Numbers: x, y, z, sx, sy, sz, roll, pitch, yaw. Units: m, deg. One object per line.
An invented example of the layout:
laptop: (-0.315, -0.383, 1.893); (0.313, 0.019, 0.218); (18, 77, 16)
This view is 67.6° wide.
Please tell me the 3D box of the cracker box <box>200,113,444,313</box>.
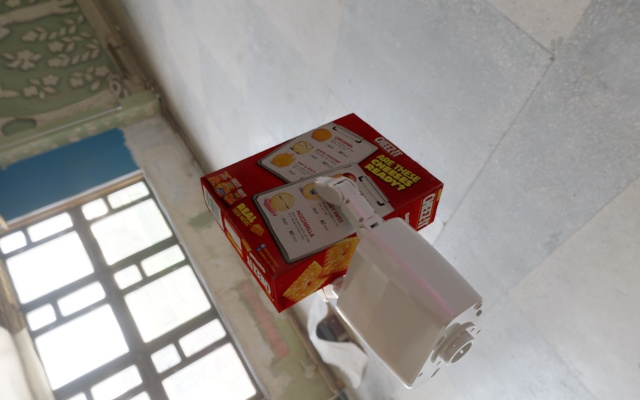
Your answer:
cracker box: (0.000, 0.002, 0.536); (0.213, 0.072, 0.164); (-26, 51, -23)
